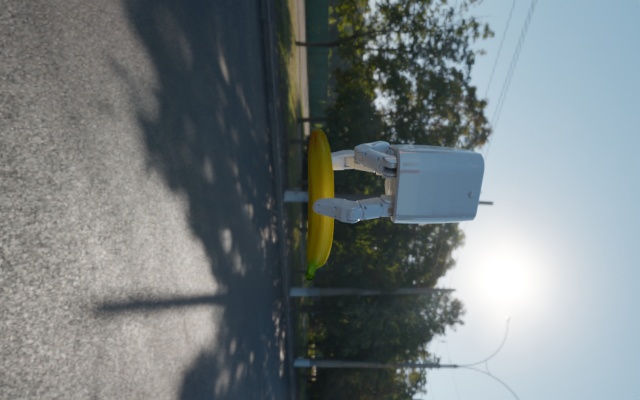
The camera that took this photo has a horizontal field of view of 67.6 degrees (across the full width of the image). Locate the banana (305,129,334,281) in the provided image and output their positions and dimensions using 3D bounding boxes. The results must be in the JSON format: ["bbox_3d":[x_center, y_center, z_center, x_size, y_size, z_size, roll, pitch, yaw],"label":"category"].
[{"bbox_3d":[0.000,0.005,0.650,0.037,0.198,0.069,1,3,1],"label":"banana"}]
